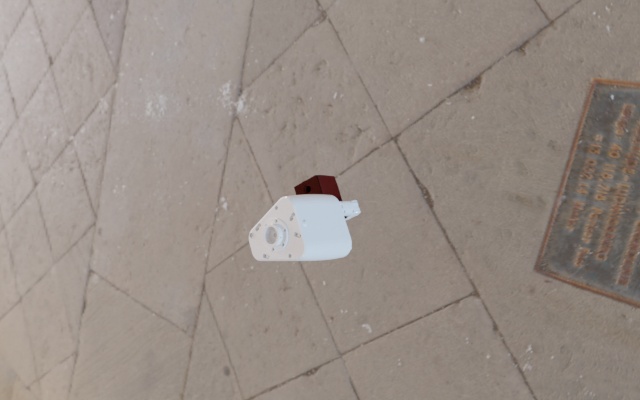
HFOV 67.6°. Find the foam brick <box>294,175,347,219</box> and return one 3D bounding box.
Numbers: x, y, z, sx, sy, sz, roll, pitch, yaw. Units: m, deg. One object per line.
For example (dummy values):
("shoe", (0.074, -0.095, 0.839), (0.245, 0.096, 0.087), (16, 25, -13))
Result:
("foam brick", (0.000, 0.002, 0.786), (0.053, 0.078, 0.051), (-27, -17, 35))
